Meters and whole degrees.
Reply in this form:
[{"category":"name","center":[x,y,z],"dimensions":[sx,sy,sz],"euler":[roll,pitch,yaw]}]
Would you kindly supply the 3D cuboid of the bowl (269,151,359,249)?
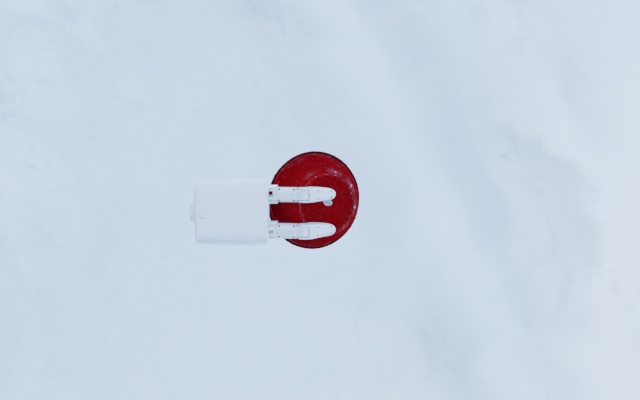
[{"category":"bowl","center":[0.001,0.002,0.760],"dimensions":[0.162,0.162,0.055],"euler":[0,6,-22]}]
